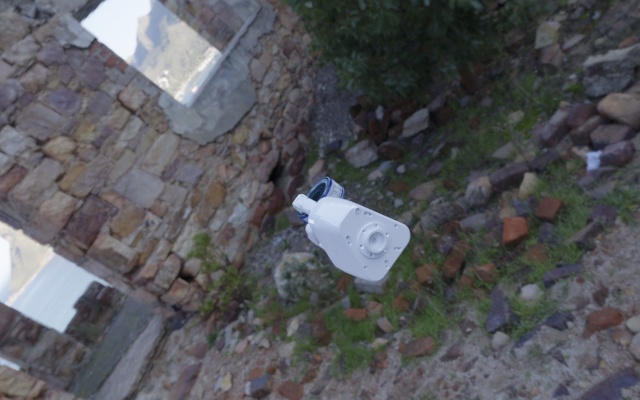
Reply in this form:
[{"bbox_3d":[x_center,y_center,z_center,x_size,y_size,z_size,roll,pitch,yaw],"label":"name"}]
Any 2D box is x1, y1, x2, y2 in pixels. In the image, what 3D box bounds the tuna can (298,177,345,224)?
[{"bbox_3d":[0.000,0.002,0.807,0.034,0.086,0.086,37,-13,-17],"label":"tuna can"}]
